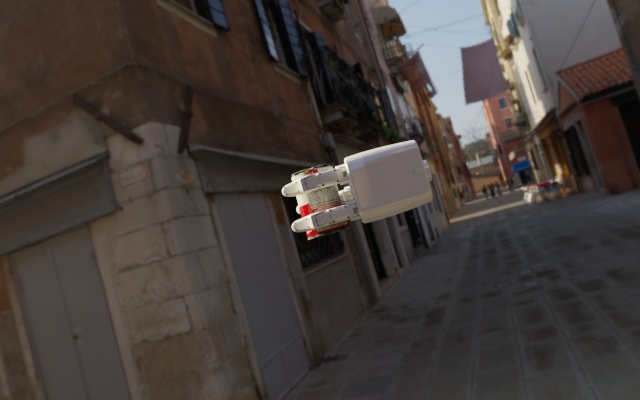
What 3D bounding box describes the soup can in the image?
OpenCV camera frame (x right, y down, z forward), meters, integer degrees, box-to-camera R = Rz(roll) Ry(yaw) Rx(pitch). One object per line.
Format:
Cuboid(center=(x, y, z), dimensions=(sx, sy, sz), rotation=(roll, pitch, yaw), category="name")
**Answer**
Cuboid(center=(0.000, 0.002, 0.730), dimensions=(0.068, 0.102, 0.068), rotation=(-16, -4, -1), category="soup can")
